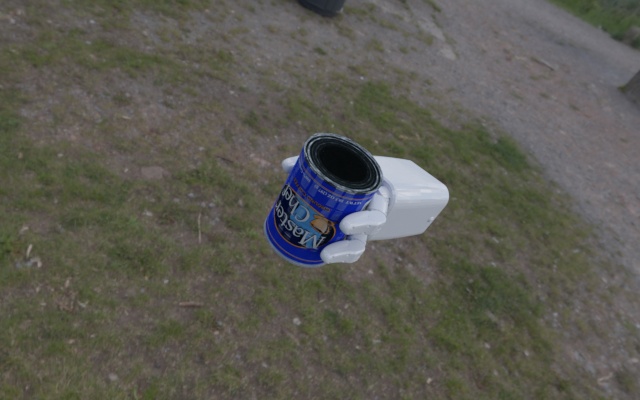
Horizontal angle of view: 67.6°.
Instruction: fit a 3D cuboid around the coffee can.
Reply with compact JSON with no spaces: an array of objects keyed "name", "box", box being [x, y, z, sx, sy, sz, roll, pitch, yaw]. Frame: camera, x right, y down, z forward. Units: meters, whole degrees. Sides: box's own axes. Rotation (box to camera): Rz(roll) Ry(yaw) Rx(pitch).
[{"name":"coffee can","box":[0.000,0.002,0.596,0.103,0.102,0.140,0,-43,-33]}]
